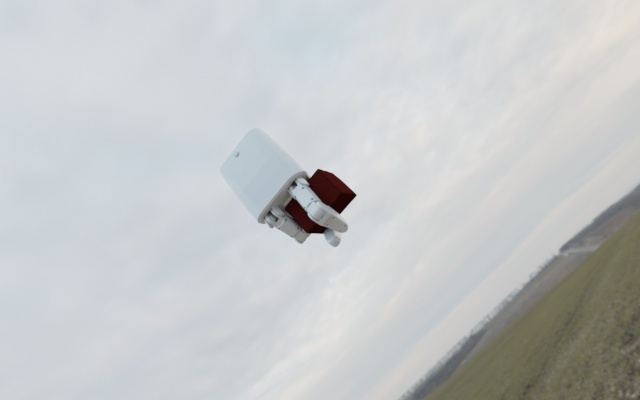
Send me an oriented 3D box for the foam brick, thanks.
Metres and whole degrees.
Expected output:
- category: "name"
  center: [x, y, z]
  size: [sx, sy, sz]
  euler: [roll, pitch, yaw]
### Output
- category: "foam brick"
  center: [0.000, 0.002, 0.665]
  size: [0.051, 0.078, 0.053]
  euler: [47, 16, 23]
